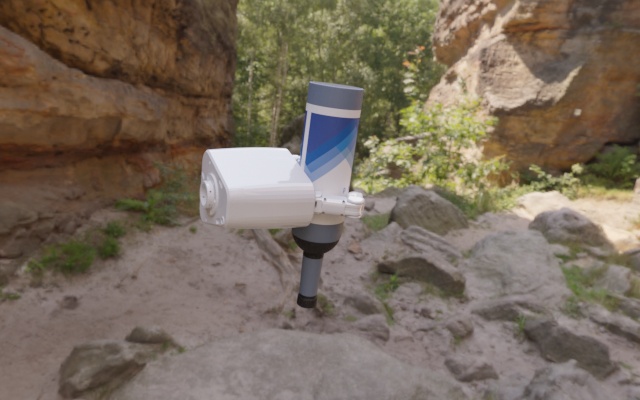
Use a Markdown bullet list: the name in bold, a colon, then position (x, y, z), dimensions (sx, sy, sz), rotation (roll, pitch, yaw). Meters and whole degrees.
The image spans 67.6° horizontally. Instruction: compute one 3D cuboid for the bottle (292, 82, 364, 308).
- **bottle**: position (0.000, 0.002, 0.613), dimensions (0.069, 0.296, 0.069), rotation (7, 17, -2)
